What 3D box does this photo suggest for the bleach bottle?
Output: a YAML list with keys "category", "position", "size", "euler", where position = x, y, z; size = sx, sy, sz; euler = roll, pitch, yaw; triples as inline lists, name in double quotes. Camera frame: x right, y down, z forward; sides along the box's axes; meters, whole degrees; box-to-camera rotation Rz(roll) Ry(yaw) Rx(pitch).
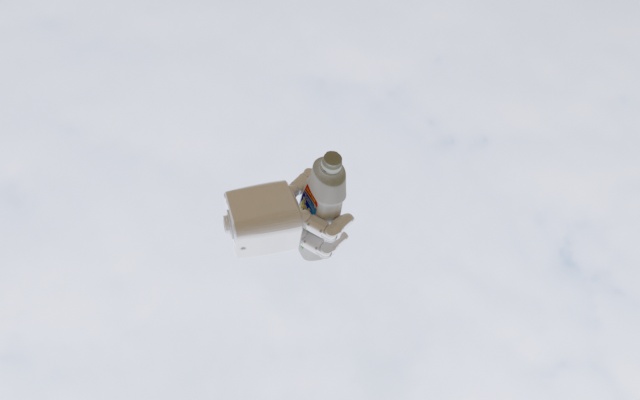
- category: "bleach bottle"
  position: [0.000, 0.003, 0.799]
  size: [0.068, 0.102, 0.251]
  euler: [-9, -33, -15]
